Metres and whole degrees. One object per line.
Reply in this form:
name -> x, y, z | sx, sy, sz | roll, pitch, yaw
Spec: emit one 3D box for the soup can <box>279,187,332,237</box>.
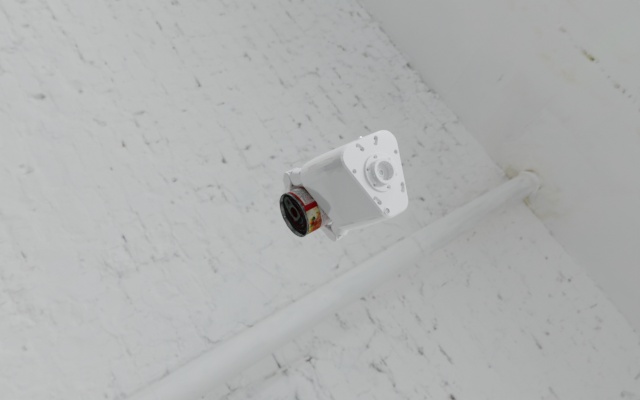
soup can -> 0.000, 0.002, 0.704 | 0.102, 0.068, 0.068 | -26, 14, -30
